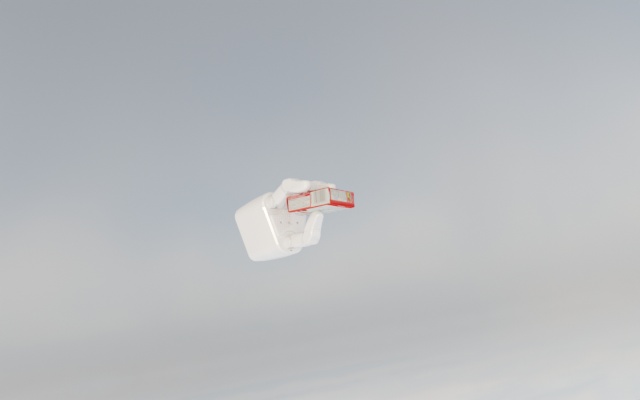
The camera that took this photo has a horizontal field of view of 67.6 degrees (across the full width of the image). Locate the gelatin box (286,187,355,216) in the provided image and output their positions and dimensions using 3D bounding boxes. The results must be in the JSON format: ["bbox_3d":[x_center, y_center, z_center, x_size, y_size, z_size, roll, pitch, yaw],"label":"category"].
[{"bbox_3d":[0.000,0.003,0.789,0.089,0.030,0.073,-12,-13,35],"label":"gelatin box"}]
